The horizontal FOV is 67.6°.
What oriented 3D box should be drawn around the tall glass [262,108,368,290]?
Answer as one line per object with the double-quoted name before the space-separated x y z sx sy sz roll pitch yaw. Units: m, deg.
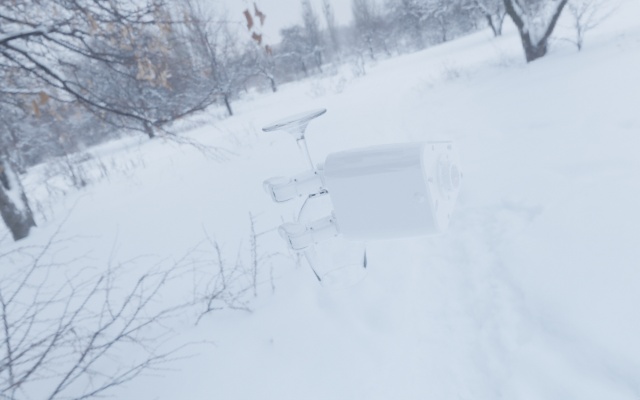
"tall glass" 0.000 0.001 0.550 0.079 0.201 0.079 -16 17 5
